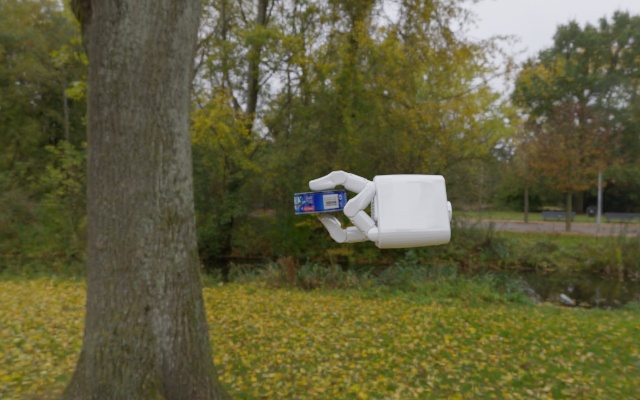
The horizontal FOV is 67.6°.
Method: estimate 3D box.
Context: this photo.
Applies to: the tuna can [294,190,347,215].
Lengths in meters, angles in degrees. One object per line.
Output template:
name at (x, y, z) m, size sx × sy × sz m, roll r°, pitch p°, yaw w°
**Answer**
tuna can at (0.000, 0.002, 0.772) m, size 0.086 × 0.034 × 0.086 m, roll -5°, pitch 0°, yaw 0°
